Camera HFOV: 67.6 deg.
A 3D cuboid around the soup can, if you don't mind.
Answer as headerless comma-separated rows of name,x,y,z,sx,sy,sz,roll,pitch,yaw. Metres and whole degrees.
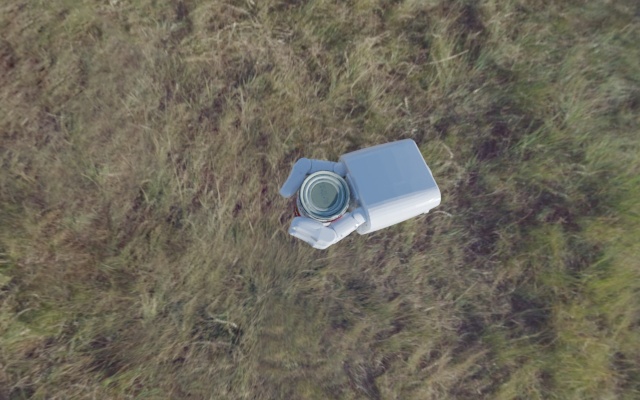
soup can,0.000,0.002,0.658,0.068,0.068,0.102,0,-11,-7
